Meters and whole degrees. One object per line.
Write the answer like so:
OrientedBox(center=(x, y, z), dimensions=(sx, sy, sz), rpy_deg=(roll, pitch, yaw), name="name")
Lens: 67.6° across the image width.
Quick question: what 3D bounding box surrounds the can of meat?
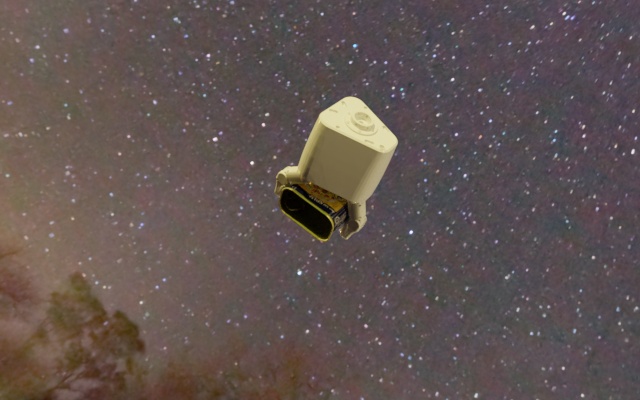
OrientedBox(center=(0.000, 0.002, 0.755), dimensions=(0.102, 0.057, 0.084), rpy_deg=(36, 48, 16), name="can of meat")
